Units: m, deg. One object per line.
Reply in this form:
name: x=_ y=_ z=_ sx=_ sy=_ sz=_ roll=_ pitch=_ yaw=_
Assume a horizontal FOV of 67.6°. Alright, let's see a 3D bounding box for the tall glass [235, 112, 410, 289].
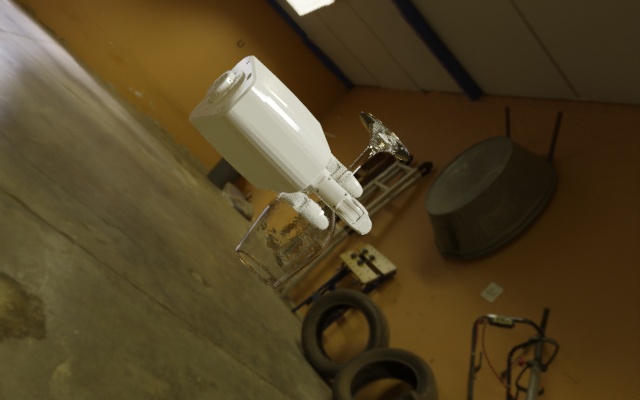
tall glass: x=0.001 y=0.001 z=0.513 sx=0.079 sy=0.201 sz=0.079 roll=44 pitch=-1 yaw=1
